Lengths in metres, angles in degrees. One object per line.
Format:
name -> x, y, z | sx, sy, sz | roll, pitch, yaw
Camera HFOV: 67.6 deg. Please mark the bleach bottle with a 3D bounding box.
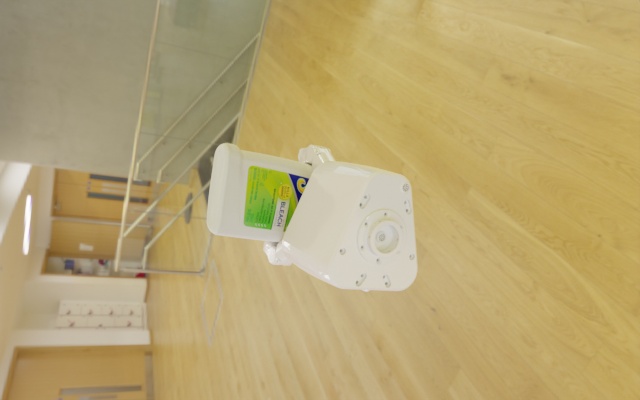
bleach bottle -> 0.000, 0.002, 0.563 | 0.251, 0.102, 0.068 | 7, 4, -25
